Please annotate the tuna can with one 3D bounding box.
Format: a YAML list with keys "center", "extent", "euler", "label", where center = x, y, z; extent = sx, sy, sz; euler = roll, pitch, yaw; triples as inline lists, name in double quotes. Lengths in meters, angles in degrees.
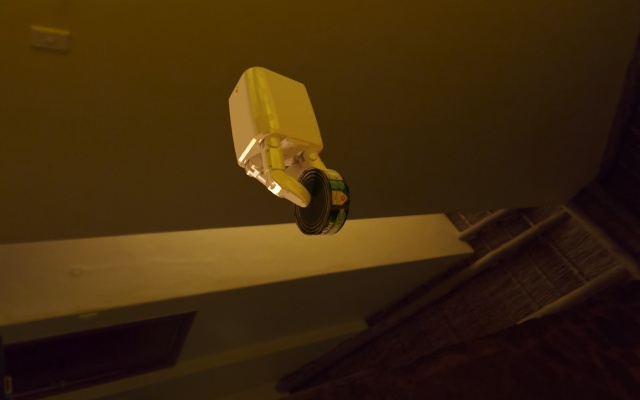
- center: [0.001, 0.002, 0.605]
  extent: [0.034, 0.086, 0.086]
  euler: [4, -2, -33]
  label: "tuna can"
